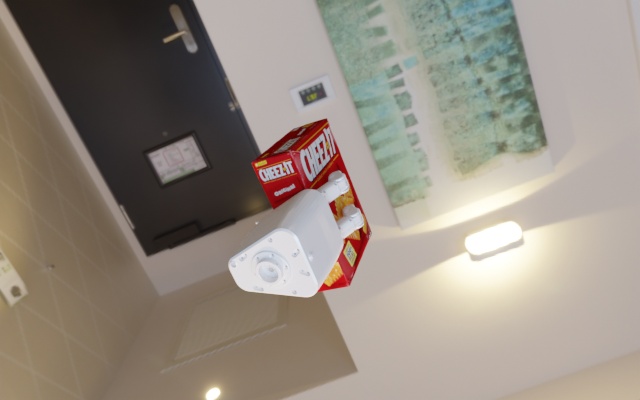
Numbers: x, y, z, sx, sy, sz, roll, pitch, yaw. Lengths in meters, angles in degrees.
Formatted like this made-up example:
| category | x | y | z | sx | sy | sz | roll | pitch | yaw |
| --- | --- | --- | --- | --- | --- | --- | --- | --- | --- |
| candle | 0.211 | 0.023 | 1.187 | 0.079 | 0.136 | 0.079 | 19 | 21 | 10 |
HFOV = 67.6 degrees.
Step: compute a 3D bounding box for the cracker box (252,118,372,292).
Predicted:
| category | x | y | z | sx | sy | sz | roll | pitch | yaw |
| --- | --- | --- | --- | --- | --- | --- | --- | --- | --- |
| cracker box | 0.000 | 0.003 | 0.719 | 0.072 | 0.214 | 0.164 | -14 | 19 | 24 |
